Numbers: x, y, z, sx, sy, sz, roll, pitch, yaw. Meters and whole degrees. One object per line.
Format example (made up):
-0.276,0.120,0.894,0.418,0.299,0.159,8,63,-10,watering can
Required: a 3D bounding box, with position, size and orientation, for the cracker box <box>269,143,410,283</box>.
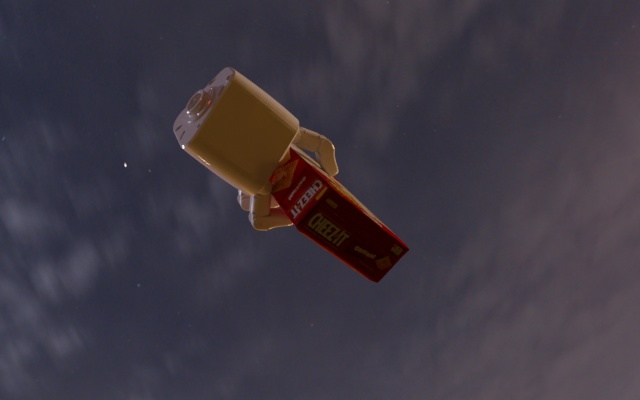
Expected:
0.000,0.002,0.655,0.164,0.072,0.213,37,7,-36,cracker box
